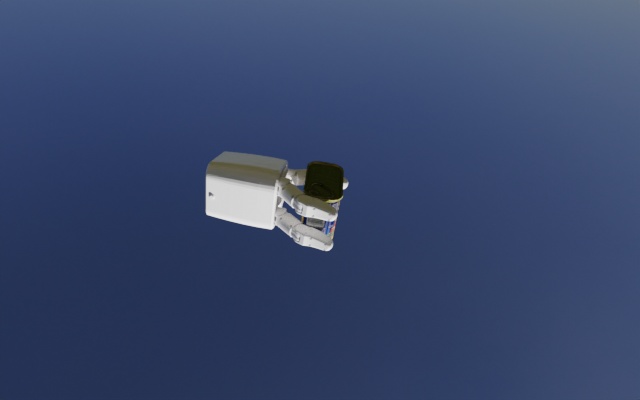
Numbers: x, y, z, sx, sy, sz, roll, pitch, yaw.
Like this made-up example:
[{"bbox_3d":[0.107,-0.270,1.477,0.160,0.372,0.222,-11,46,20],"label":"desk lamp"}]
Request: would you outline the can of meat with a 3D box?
[{"bbox_3d":[0.000,0.003,0.730,0.057,0.084,0.102,8,35,-2],"label":"can of meat"}]
